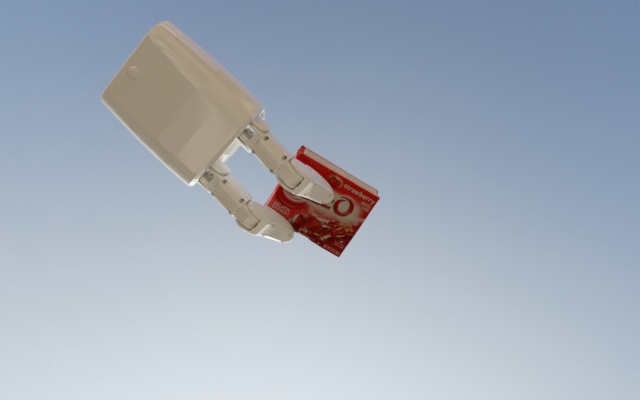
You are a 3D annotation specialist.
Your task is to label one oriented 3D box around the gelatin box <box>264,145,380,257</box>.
[{"bbox_3d":[0.000,0.002,0.459,0.089,0.073,0.030,30,18,-8],"label":"gelatin box"}]
